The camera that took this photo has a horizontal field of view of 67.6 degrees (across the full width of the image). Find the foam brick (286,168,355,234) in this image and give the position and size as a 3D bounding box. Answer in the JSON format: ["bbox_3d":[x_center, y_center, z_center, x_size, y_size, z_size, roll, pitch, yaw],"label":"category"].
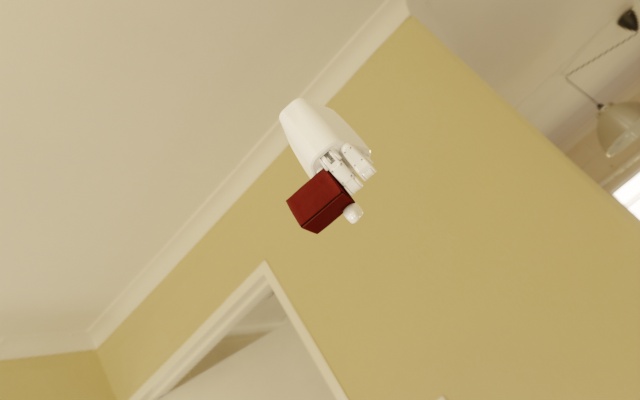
[{"bbox_3d":[0.000,0.002,0.690,0.078,0.051,0.053,-40,-28,9],"label":"foam brick"}]
